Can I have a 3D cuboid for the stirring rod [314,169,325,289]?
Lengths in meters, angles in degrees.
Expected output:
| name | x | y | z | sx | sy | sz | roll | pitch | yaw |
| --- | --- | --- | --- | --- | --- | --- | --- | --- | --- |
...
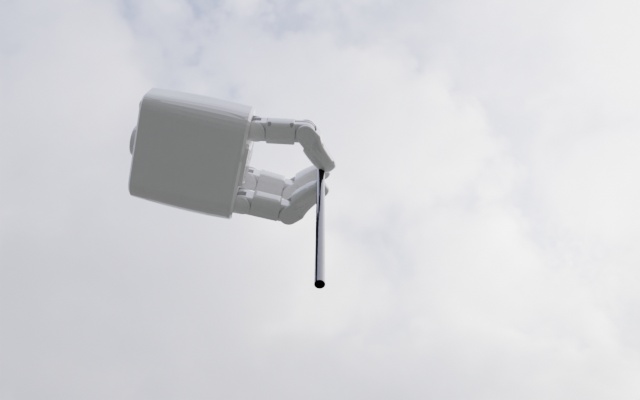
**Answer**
| name | x | y | z | sx | sy | sz | roll | pitch | yaw |
| --- | --- | --- | --- | --- | --- | --- | --- | --- | --- |
| stirring rod | 0.000 | 0.001 | 0.440 | 0.011 | 0.011 | 0.239 | 0 | 29 | 0 |
